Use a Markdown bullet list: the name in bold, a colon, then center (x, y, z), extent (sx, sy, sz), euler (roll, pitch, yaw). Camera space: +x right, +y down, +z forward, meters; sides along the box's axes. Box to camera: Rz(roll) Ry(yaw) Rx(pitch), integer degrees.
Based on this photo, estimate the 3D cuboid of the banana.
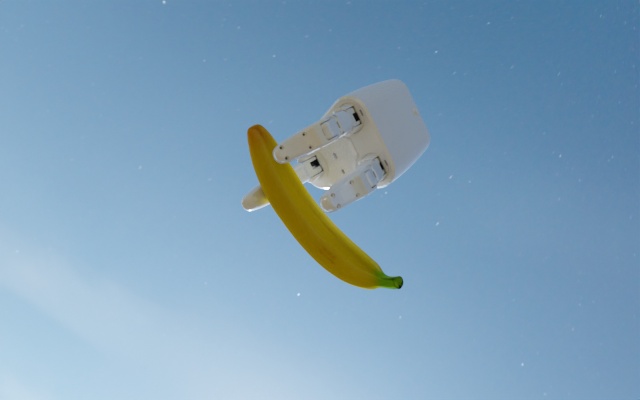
- **banana**: center (-0.005, 0.015, 0.445), extent (0.037, 0.198, 0.070), euler (-34, -15, -44)
